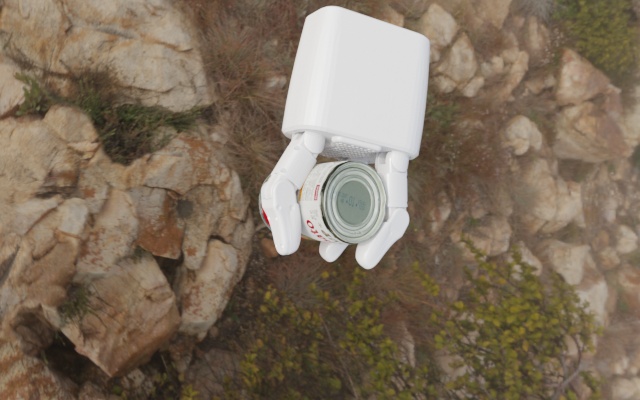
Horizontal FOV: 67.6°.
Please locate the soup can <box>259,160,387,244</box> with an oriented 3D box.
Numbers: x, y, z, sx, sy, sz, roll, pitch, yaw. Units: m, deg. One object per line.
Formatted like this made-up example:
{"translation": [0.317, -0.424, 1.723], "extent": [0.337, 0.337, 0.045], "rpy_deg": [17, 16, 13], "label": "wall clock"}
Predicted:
{"translation": [0.000, 0.002, 0.415], "extent": [0.068, 0.068, 0.102], "rpy_deg": [0, 0, -35], "label": "soup can"}
